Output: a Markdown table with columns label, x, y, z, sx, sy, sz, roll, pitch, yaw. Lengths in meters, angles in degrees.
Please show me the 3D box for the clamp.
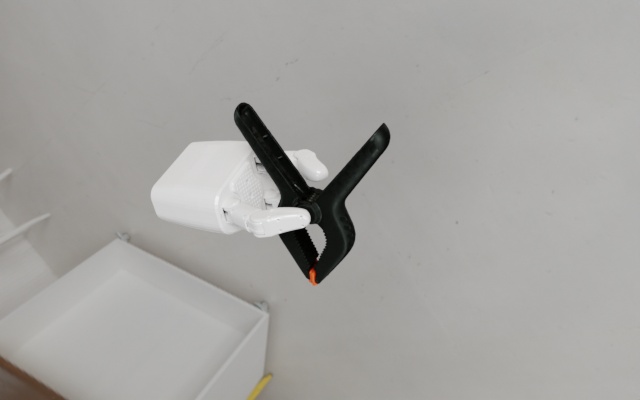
| label | x | y | z | sx | sy | sz | roll | pitch | yaw |
| --- | --- | --- | --- | --- | --- | --- | --- | --- | --- |
| clamp | 0.000 | 0.002 | 0.493 | 0.164 | 0.210 | 0.036 | 7 | 33 | 29 |
